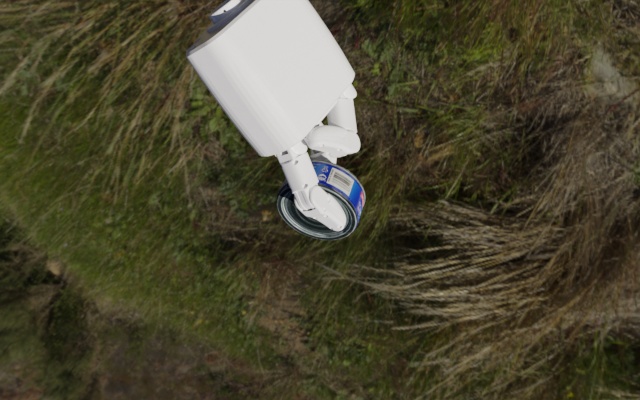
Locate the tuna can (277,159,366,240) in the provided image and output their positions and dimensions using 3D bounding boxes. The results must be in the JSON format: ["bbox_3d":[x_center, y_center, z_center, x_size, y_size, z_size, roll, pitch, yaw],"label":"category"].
[{"bbox_3d":[0.000,0.002,0.481,0.086,0.033,0.086,12,-40,11],"label":"tuna can"}]
